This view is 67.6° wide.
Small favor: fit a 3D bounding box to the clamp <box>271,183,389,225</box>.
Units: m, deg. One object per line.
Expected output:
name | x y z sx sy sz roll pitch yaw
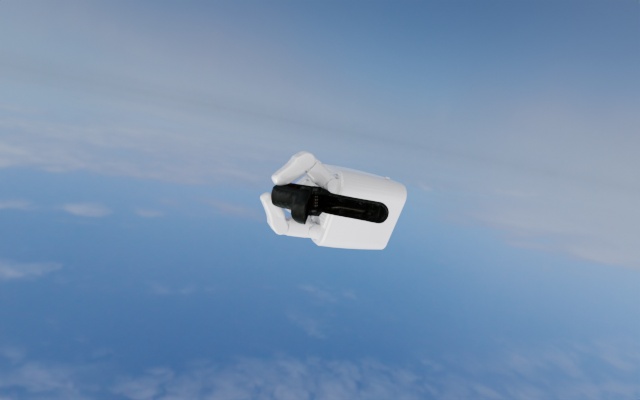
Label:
clamp | 0.000 0.002 0.582 0.120 0.039 0.171 9 9 -23
